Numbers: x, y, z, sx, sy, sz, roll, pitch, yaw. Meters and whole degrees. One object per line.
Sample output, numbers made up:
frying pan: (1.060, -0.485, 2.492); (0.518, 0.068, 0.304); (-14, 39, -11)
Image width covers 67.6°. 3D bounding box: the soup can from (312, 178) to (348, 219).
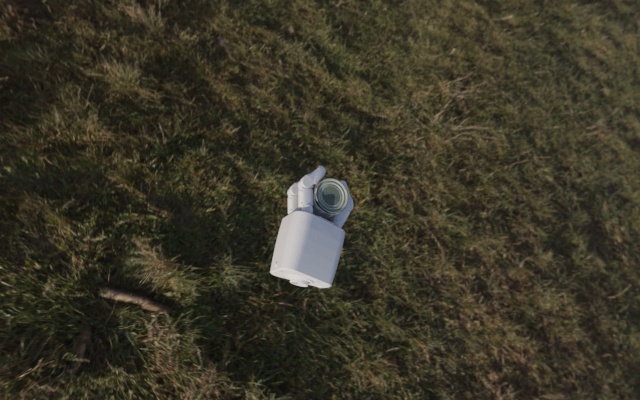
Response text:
soup can: (0.000, 0.002, 0.892); (0.068, 0.068, 0.102); (0, -13, -24)
